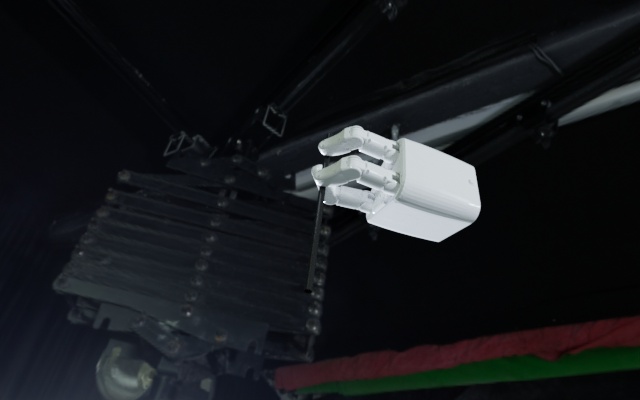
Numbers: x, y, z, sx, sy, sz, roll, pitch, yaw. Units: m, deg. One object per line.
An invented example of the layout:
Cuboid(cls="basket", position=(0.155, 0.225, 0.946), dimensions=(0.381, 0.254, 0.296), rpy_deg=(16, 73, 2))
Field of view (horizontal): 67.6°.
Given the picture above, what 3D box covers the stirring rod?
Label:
Cuboid(cls="stirring rod", position=(0.000, 0.002, 0.554), dimensions=(0.011, 0.239, 0.011), rpy_deg=(4, -42, 4))
